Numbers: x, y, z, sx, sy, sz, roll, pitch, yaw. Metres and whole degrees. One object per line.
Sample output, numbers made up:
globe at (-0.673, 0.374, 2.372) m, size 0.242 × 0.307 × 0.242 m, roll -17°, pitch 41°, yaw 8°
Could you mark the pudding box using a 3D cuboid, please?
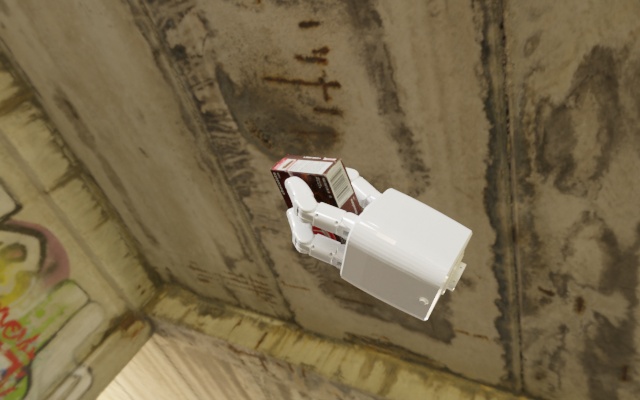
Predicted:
pudding box at (0.000, 0.002, 0.572) m, size 0.090 × 0.113 × 0.039 m, roll 8°, pitch 40°, yaw 41°
